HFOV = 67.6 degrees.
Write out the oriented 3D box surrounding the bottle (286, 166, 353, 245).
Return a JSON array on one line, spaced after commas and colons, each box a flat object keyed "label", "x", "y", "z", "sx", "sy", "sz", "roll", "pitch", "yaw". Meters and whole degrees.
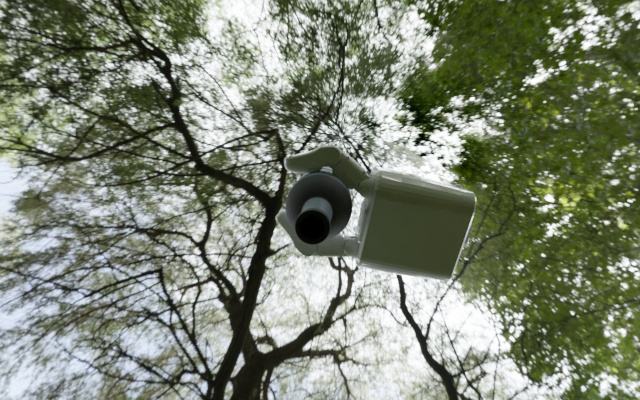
[{"label": "bottle", "x": 0.000, "y": 0.002, "z": 0.510, "sx": 0.069, "sy": 0.069, "sz": 0.295, "roll": 0, "pitch": 7, "yaw": 2}]
